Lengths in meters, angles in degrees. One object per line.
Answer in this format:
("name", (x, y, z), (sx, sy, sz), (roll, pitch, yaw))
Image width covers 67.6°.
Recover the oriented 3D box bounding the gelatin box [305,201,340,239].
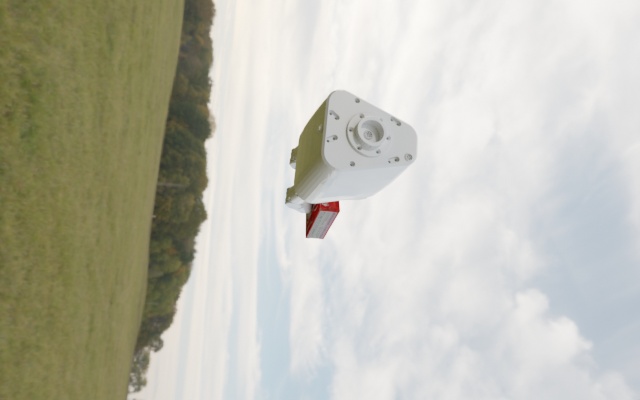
("gelatin box", (0.000, 0.002, 0.657), (0.030, 0.073, 0.089), (5, -30, -12))
